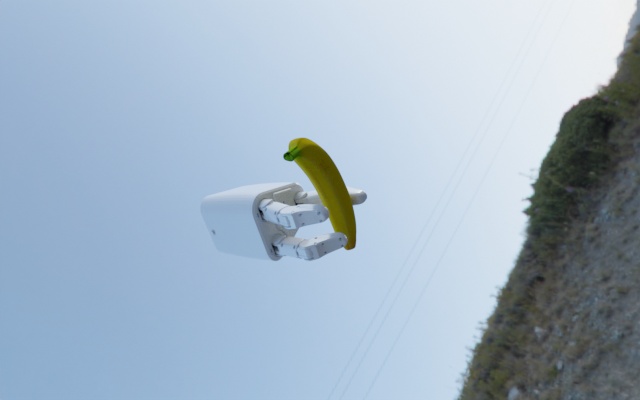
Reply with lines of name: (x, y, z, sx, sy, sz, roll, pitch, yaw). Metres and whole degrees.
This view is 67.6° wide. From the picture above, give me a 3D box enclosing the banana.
banana: (0.004, -0.015, 0.593, 0.037, 0.069, 0.198, -1, -37, 31)
